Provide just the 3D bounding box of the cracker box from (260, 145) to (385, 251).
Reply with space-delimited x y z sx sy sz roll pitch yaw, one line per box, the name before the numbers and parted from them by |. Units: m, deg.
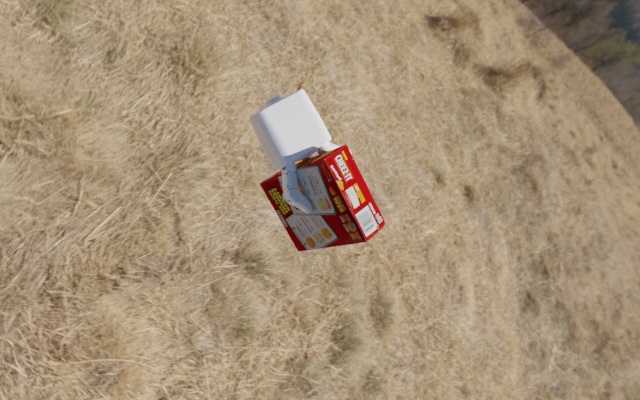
cracker box | 0.000 0.003 0.899 0.072 0.164 0.214 -36 13 -36
